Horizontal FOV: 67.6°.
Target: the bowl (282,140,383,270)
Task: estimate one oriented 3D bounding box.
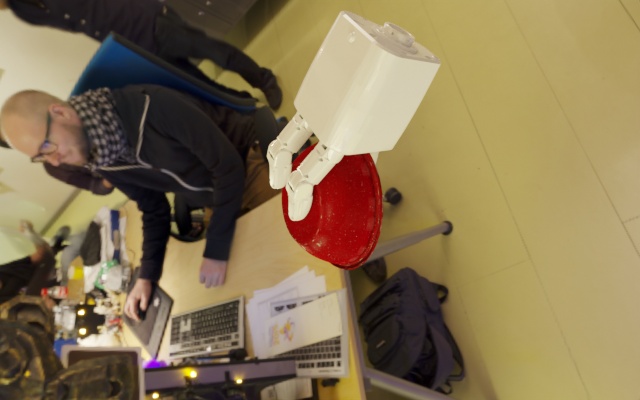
[{"bbox_3d":[-0.001,0.003,0.542,0.055,0.162,0.162,-5,3,-31],"label":"bowl"}]
